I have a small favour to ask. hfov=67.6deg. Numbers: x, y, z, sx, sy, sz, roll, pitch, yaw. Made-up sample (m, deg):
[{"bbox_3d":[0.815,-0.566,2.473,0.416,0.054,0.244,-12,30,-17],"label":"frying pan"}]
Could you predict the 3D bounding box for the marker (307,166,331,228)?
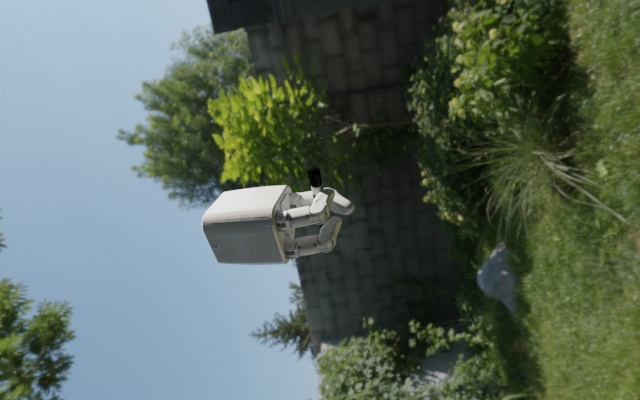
[{"bbox_3d":[0.000,0.002,0.690,0.020,0.121,0.020,-8,39,6],"label":"marker"}]
